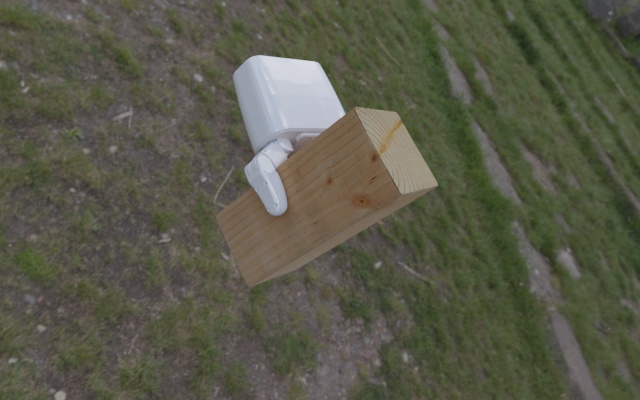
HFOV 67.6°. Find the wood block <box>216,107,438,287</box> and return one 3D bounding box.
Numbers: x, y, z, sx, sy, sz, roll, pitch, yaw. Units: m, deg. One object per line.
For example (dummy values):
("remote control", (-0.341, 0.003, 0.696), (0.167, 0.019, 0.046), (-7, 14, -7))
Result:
("wood block", (0.000, 0.001, 0.494), (0.206, 0.090, 0.091), (-34, -14, 32))
